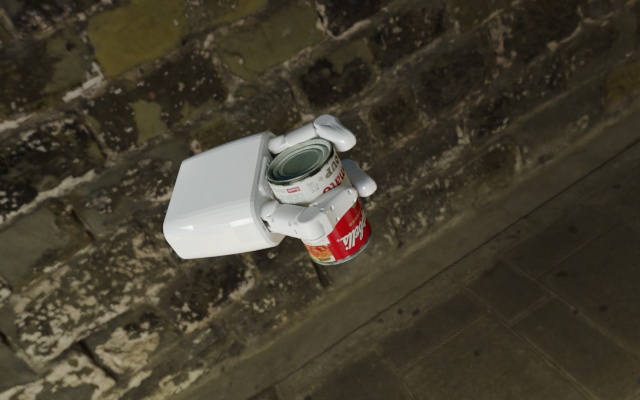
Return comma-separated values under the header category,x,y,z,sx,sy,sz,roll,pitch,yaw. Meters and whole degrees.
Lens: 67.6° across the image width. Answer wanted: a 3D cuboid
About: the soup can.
category,x,y,z,sx,sy,sz,roll,pitch,yaw
soup can,0.000,0.001,0.452,0.068,0.102,0.068,-19,33,13
